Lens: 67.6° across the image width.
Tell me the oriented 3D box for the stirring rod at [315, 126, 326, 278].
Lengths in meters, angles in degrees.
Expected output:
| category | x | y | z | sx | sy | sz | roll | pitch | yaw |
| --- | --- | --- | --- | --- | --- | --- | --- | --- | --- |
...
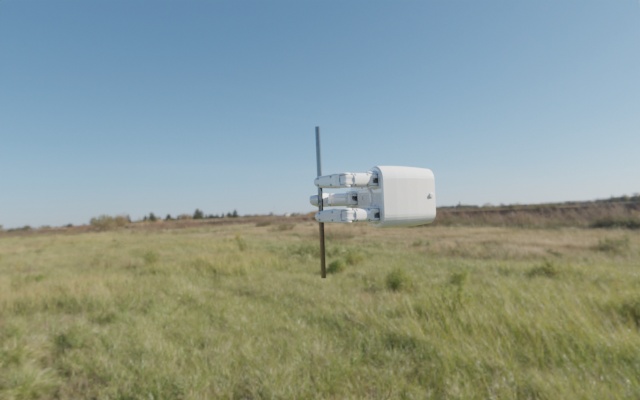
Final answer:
| category | x | y | z | sx | sy | sz | roll | pitch | yaw |
| --- | --- | --- | --- | --- | --- | --- | --- | --- | --- |
| stirring rod | 0.000 | 0.003 | 0.758 | 0.011 | 0.239 | 0.011 | -2 | -2 | 0 |
